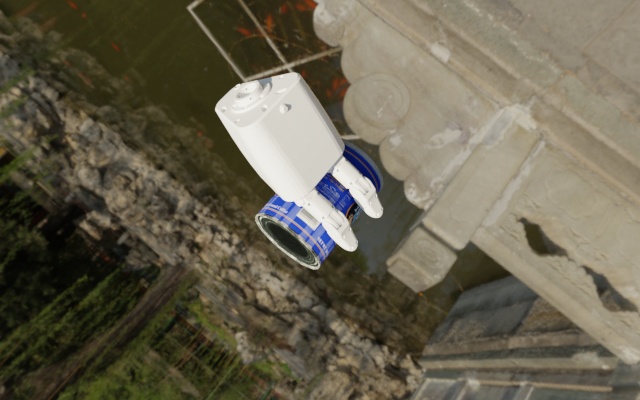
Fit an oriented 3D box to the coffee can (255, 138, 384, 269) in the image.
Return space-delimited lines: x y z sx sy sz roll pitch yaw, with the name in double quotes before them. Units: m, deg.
"coffee can" 0.000 0.002 0.615 0.103 0.140 0.103 34 -21 15
